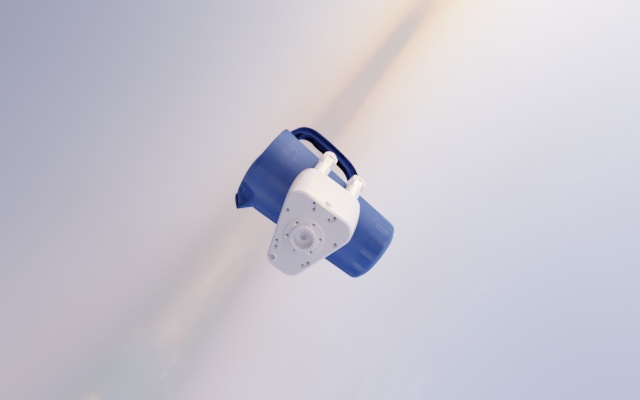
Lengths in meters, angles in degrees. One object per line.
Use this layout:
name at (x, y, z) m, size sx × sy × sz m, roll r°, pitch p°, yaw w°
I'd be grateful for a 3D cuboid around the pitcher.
pitcher at (0.000, 0.003, 0.762) m, size 0.243 × 0.149 × 0.145 m, roll 39°, pitch 17°, yaw -4°
